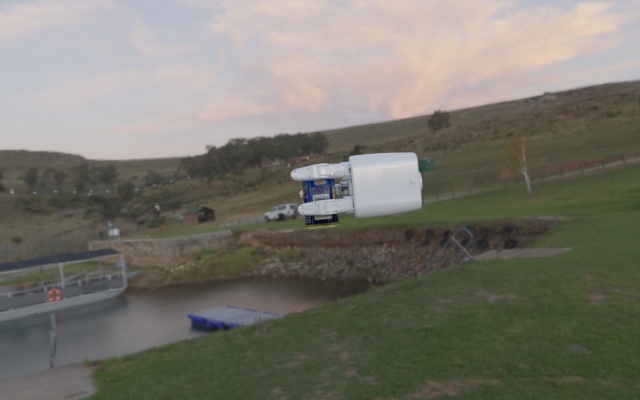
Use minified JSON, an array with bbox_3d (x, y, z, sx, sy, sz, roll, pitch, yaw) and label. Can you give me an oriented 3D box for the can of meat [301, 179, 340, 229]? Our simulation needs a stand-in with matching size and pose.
[{"bbox_3d":[0.000,0.002,0.791,0.057,0.084,0.102,-6,-1,3],"label":"can of meat"}]
